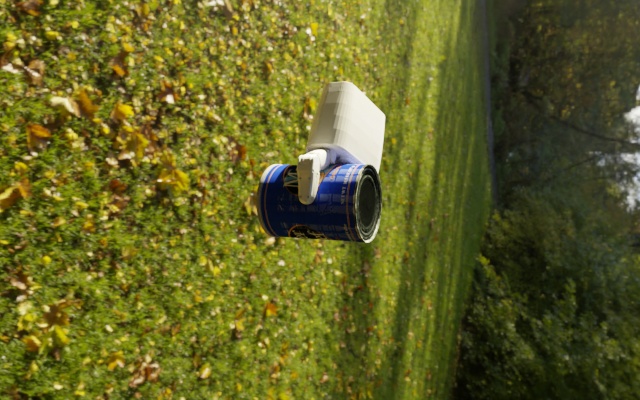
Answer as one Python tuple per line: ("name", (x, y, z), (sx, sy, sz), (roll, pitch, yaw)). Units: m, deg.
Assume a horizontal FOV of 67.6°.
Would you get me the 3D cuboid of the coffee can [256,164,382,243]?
("coffee can", (0.000, 0.002, 0.641), (0.140, 0.103, 0.103), (2, 1, 25))
